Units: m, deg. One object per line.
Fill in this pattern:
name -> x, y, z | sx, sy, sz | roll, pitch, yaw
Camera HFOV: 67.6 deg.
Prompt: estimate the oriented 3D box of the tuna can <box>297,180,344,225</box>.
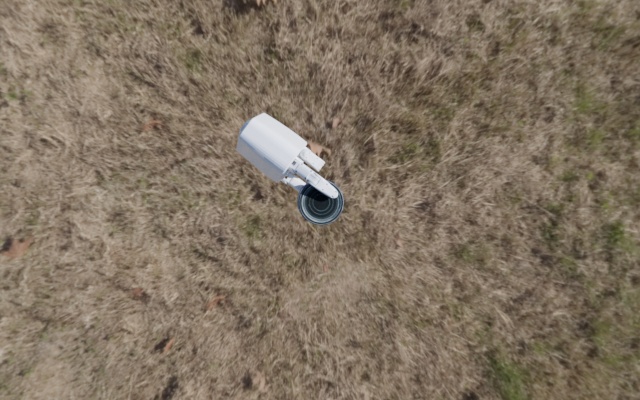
tuna can -> 0.000, 0.003, 0.889 | 0.086, 0.086, 0.034 | 0, 3, -7
